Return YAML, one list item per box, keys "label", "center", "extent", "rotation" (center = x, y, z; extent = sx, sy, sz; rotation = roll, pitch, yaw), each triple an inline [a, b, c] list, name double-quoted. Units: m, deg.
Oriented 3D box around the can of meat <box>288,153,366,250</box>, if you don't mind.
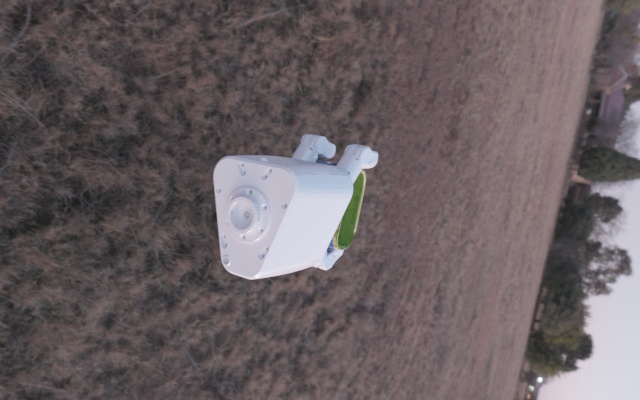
- label: "can of meat"
  center: [0.000, 0.002, 0.560]
  extent: [0.084, 0.102, 0.057]
  rotation: [13, 4, 27]
